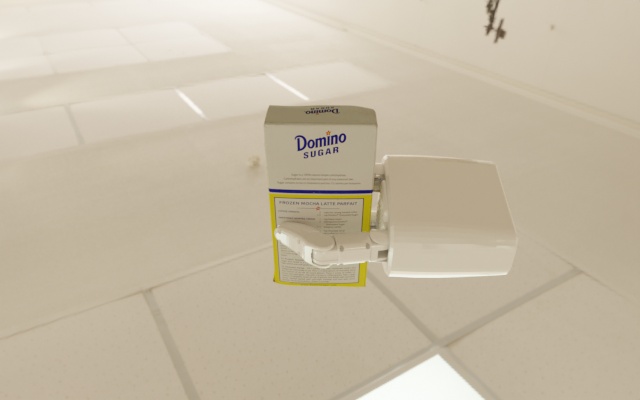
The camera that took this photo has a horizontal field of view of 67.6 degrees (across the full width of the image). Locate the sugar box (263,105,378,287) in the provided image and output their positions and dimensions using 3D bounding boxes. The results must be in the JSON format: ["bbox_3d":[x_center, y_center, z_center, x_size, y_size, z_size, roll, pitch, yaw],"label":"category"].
[{"bbox_3d":[0.000,0.001,0.438,0.093,0.176,0.048,1,32,0],"label":"sugar box"}]
